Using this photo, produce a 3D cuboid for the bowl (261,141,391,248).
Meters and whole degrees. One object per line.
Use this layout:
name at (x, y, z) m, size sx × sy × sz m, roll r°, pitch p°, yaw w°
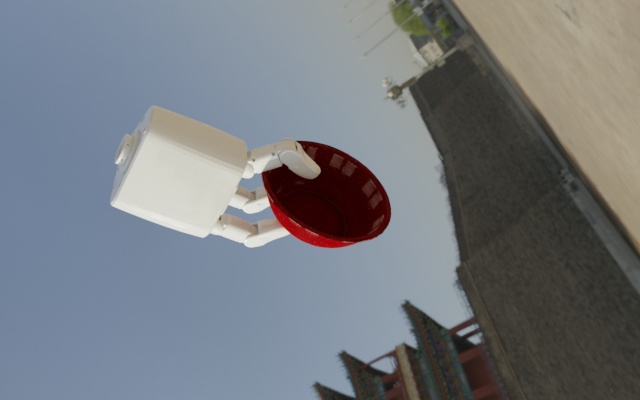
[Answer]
bowl at (0.001, 0.003, 0.566) m, size 0.162 × 0.162 × 0.055 m, roll 0°, pitch -43°, yaw -30°
